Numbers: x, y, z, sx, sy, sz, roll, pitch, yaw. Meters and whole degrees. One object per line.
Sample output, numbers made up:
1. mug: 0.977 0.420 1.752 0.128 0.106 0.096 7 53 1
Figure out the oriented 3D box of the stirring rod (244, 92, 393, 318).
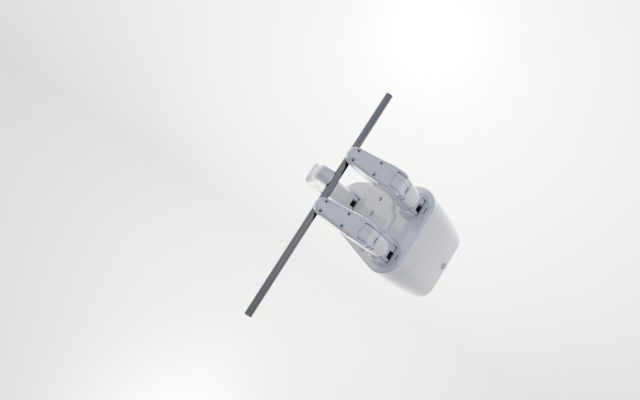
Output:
1. stirring rod: 0.000 0.002 0.436 0.011 0.239 0.011 32 -6 4
